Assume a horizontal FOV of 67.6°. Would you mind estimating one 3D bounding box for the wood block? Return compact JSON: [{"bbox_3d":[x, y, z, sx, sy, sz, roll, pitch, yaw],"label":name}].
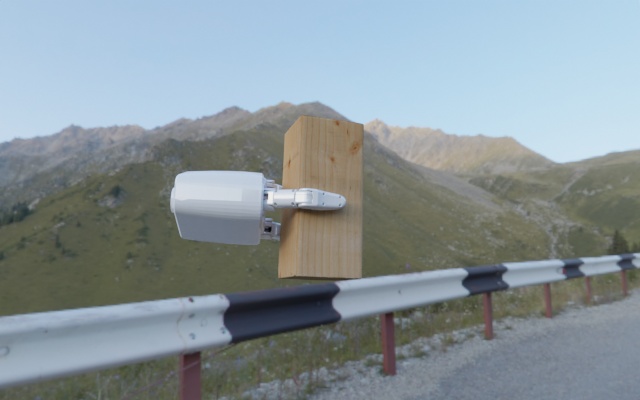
[{"bbox_3d":[0.000,0.002,0.644,0.090,0.206,0.091,5,-12,-18],"label":"wood block"}]
